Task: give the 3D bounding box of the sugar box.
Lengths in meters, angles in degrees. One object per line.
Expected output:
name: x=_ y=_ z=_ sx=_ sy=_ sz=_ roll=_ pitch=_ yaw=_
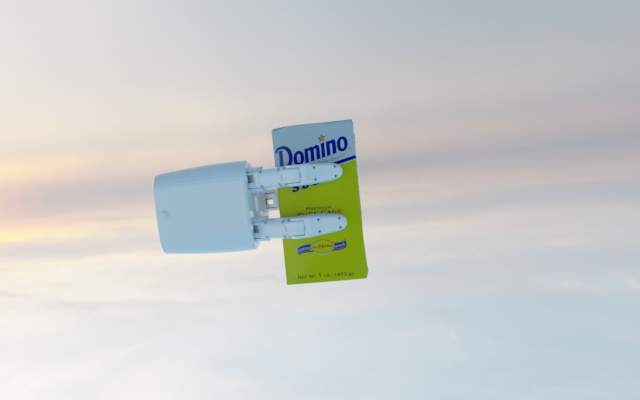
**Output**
sugar box: x=0.000 y=0.002 z=0.540 sx=0.093 sy=0.176 sz=0.048 roll=-6 pitch=4 yaw=6
